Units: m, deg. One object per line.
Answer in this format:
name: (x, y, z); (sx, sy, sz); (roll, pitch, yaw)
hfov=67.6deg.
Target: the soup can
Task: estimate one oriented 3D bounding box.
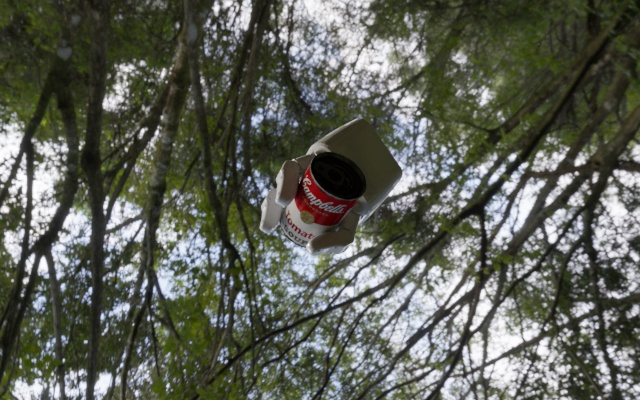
soup can: (0.000, 0.002, 0.557); (0.068, 0.068, 0.102); (0, -36, -30)
